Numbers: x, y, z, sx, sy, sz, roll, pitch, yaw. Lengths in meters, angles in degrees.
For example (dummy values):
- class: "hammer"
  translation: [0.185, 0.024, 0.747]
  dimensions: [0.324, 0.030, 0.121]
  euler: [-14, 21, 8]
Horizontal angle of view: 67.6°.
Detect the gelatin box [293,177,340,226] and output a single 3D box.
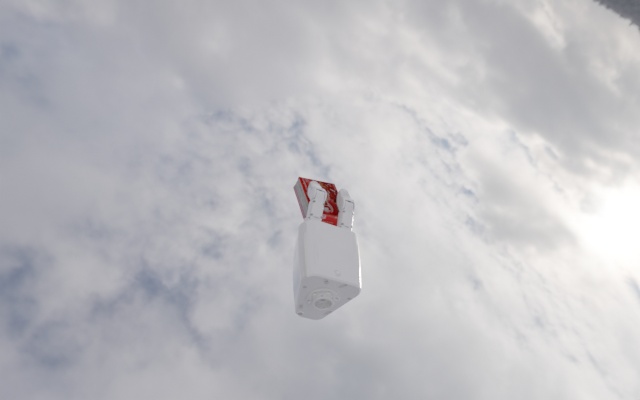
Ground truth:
- class: "gelatin box"
  translation: [0.000, 0.003, 0.814]
  dimensions: [0.073, 0.030, 0.089]
  euler: [10, 39, -29]
